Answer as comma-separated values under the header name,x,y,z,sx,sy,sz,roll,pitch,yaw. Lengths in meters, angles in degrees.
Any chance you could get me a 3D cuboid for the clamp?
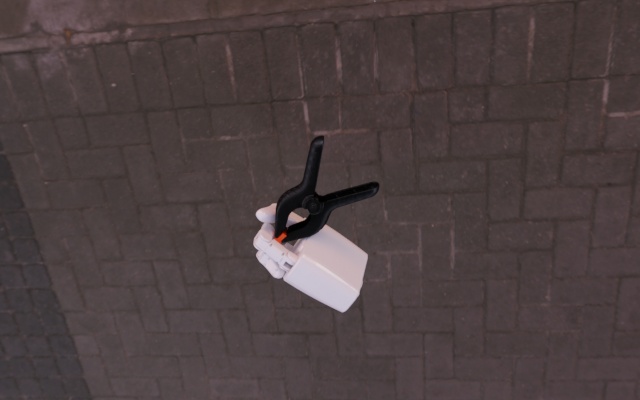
name,x,y,z,sx,sy,sz,roll,pitch,yaw
clamp,0.000,0.003,0.696,0.120,0.171,0.039,32,22,-9
